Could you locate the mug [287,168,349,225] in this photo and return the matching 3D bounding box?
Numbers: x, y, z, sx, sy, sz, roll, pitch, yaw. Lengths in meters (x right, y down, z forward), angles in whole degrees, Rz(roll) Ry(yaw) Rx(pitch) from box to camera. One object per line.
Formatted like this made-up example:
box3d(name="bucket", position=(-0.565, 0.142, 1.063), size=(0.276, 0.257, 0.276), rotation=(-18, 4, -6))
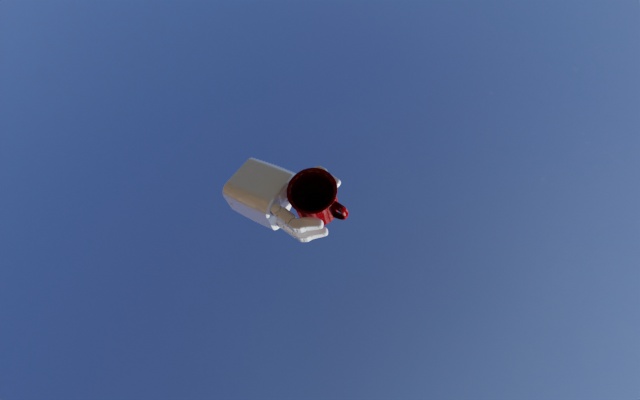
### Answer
box3d(name="mug", position=(0.001, 0.003, 0.889), size=(0.117, 0.093, 0.081), rotation=(24, -19, 18))
